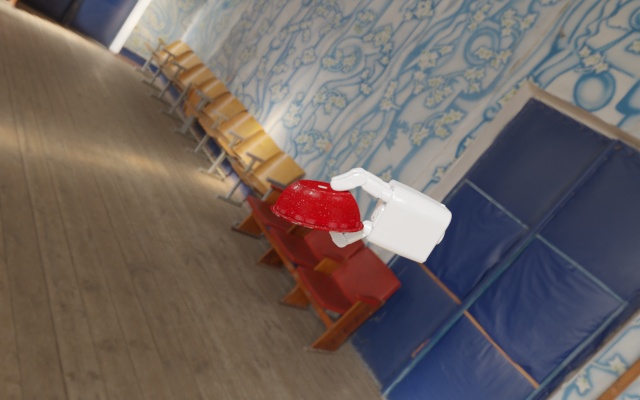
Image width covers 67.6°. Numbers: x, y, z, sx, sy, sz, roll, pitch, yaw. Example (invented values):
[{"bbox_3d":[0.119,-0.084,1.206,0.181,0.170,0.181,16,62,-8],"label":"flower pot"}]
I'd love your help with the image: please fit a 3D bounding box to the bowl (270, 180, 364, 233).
[{"bbox_3d":[-0.001,0.002,0.800,0.162,0.055,0.162,11,12,-2],"label":"bowl"}]
